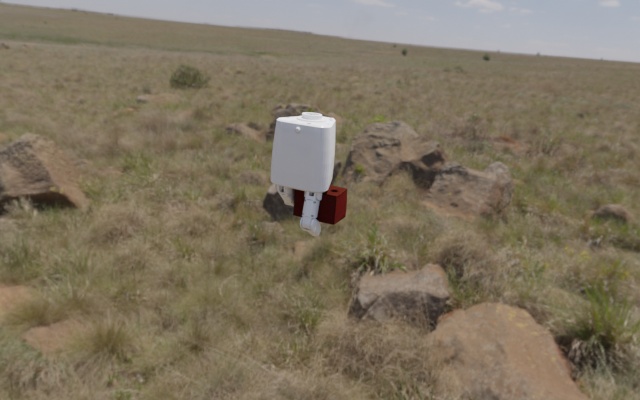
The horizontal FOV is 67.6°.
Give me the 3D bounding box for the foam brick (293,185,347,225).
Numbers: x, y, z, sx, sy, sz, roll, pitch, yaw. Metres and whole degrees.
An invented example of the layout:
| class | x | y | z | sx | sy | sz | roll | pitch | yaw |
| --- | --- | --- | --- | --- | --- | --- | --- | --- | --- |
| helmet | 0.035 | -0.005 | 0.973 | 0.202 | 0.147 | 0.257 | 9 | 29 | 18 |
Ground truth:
| class | x | y | z | sx | sy | sz | roll | pitch | yaw |
| --- | --- | --- | --- | --- | --- | --- | --- | --- | --- |
| foam brick | 0.000 | 0.003 | 0.802 | 0.078 | 0.051 | 0.053 | 13 | 19 | 20 |
